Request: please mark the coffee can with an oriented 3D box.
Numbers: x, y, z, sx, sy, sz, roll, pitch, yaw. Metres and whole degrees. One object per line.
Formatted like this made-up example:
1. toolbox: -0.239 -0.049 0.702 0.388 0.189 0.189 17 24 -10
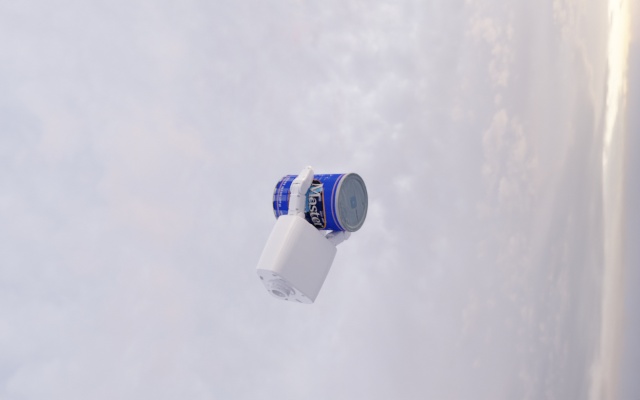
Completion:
1. coffee can: 0.000 0.003 0.856 0.140 0.103 0.103 0 0 34
